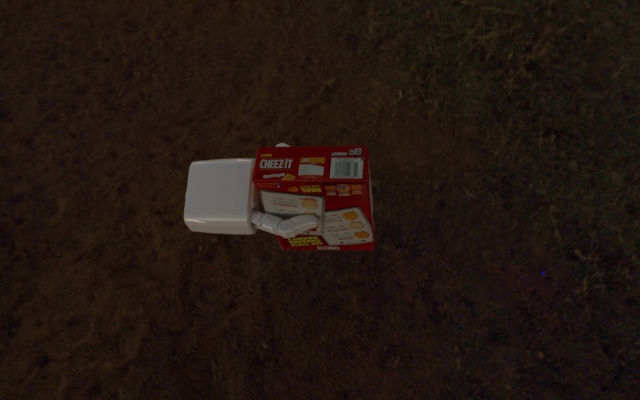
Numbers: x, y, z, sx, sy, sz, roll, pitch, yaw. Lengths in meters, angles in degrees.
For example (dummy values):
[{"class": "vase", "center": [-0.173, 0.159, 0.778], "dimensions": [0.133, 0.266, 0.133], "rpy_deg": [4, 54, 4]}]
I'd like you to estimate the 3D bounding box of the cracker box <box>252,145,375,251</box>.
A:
[{"class": "cracker box", "center": [0.000, 0.003, 0.752], "dimensions": [0.164, 0.072, 0.214], "rpy_deg": [0, -32, 9]}]
